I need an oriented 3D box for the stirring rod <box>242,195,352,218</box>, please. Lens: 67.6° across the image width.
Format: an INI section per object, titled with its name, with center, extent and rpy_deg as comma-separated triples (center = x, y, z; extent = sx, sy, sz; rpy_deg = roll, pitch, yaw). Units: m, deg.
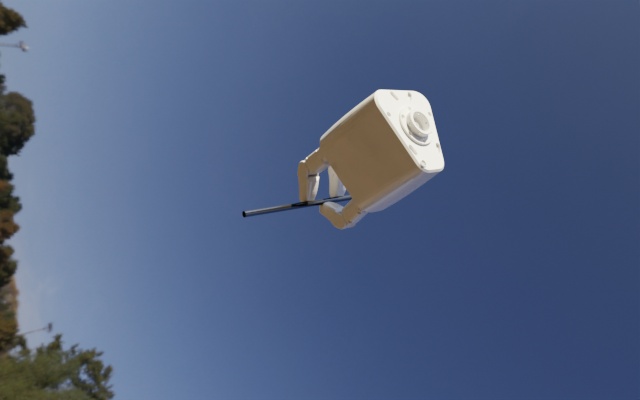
[stirring rod]
center = 0.000, 0.002, 0.647
extent = 0.239, 0.011, 0.011
rpy_deg = -9, 6, -40
